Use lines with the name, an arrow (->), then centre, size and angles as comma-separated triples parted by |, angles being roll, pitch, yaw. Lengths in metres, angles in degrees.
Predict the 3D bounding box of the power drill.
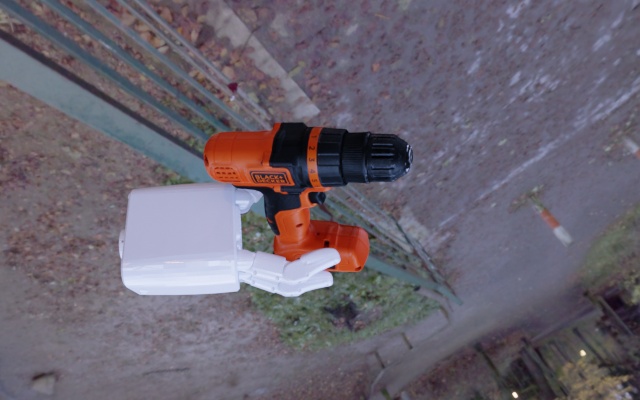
power drill -> 0.000, 0.002, 0.468 | 0.184, 0.057, 0.188 | 3, -37, 17
